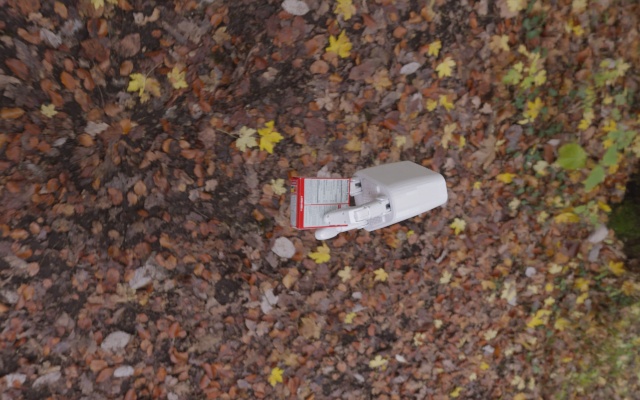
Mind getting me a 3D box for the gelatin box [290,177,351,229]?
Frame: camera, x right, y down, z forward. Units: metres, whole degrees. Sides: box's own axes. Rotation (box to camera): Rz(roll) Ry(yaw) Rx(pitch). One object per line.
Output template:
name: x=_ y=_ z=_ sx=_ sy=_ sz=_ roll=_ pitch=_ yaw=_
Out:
gelatin box: x=0.000 y=0.002 z=0.694 sx=0.089 sy=0.073 sz=0.030 roll=-2 pitch=6 yaw=-32
